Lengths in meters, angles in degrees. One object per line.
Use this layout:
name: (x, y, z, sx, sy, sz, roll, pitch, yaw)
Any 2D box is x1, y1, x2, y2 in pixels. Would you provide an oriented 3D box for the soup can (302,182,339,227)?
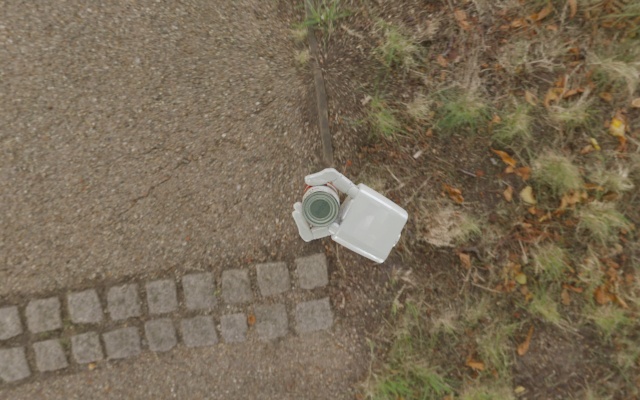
soup can: (0.000, 0.003, 0.885, 0.068, 0.068, 0.102, 0, 16, 0)
